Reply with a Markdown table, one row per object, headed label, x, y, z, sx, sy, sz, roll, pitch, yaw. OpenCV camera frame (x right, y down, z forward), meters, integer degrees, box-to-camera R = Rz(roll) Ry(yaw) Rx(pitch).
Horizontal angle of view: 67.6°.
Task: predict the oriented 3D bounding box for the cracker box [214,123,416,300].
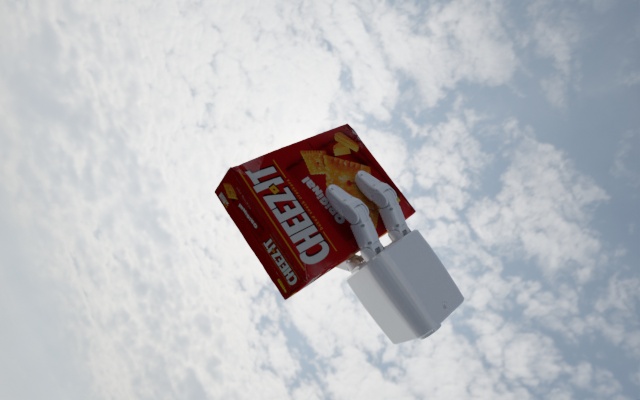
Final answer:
| label | x | y | z | sx | sy | sz | roll | pitch | yaw |
| --- | --- | --- | --- | --- | --- | --- | --- | --- | --- |
| cracker box | 0.000 | 0.002 | 0.623 | 0.213 | 0.164 | 0.072 | -27 | -14 | -39 |
